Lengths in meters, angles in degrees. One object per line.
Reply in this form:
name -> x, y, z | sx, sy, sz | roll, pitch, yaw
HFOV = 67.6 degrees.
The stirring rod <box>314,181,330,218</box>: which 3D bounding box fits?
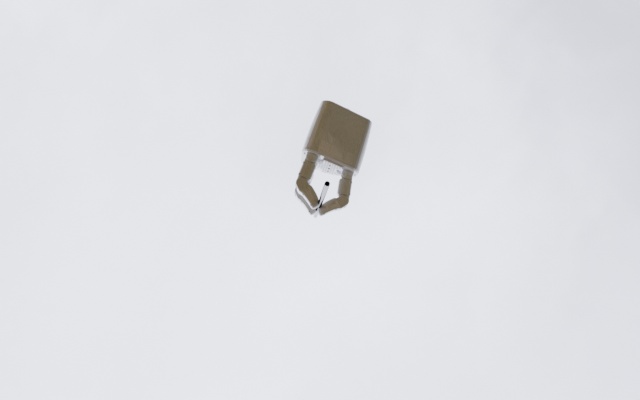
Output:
stirring rod -> 0.000, 0.003, 0.818 | 0.011, 0.011, 0.239 | 0, -13, -5
